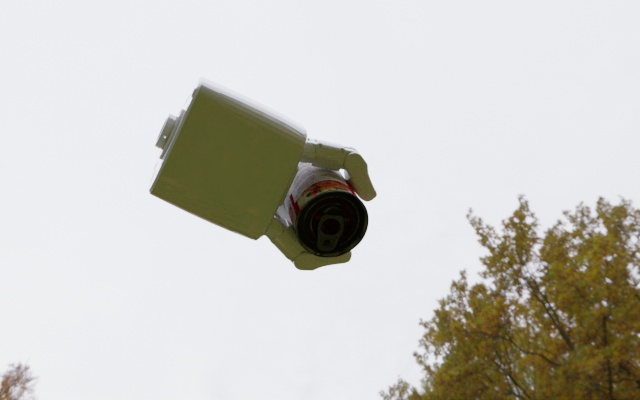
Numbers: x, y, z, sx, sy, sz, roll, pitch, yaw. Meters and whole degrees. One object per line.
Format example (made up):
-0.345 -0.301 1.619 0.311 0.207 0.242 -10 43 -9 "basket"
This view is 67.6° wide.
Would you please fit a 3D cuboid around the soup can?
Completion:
0.000 0.002 0.472 0.068 0.068 0.102 0 24 -14 "soup can"
